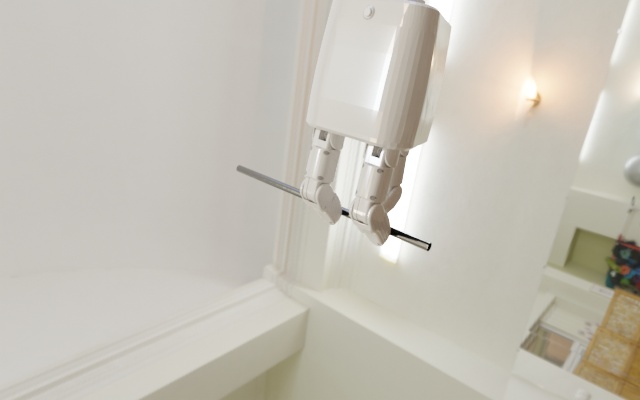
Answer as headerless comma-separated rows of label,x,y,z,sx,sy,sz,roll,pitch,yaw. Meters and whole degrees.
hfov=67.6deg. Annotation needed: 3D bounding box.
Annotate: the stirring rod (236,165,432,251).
stirring rod,0.000,0.001,0.471,0.239,0.011,0.011,22,13,34
